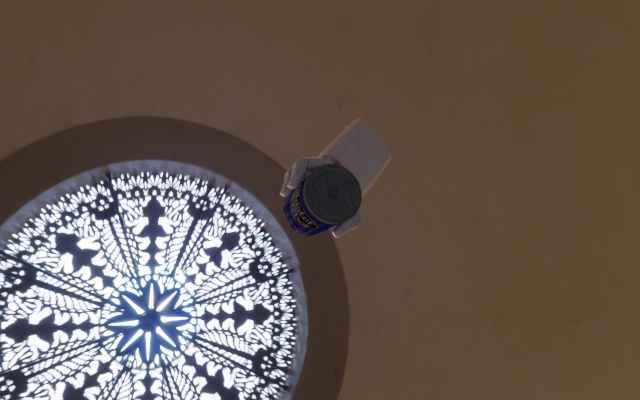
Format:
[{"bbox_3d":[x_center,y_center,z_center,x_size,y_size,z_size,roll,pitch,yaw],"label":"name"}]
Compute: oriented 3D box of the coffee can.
[{"bbox_3d":[0.000,0.003,0.862,0.103,0.102,0.140,0,-13,-19],"label":"coffee can"}]
